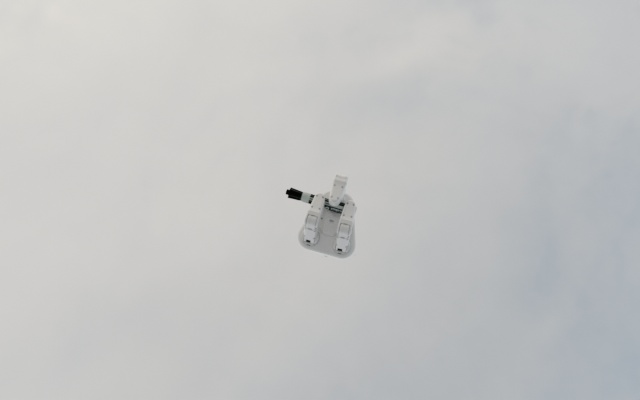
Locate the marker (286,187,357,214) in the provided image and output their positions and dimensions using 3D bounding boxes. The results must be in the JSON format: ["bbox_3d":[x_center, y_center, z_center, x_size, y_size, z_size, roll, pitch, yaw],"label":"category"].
[{"bbox_3d":[0.000,0.003,0.793,0.121,0.020,0.020,17,2,7],"label":"marker"}]
